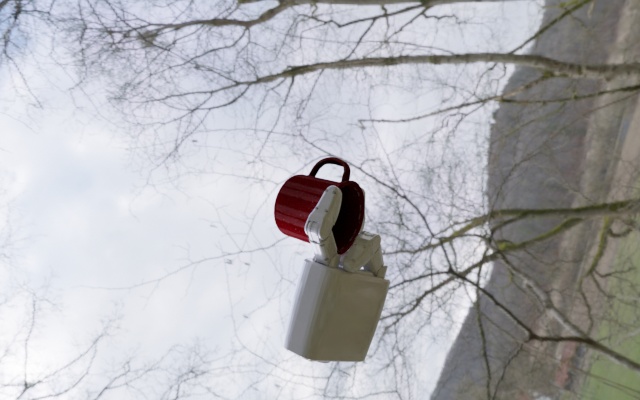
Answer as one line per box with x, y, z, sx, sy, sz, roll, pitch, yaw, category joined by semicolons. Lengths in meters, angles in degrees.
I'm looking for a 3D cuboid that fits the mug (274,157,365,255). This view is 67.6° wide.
0.000;0.000;0.592;0.081;0.117;0.093;15;-3;33;mug
